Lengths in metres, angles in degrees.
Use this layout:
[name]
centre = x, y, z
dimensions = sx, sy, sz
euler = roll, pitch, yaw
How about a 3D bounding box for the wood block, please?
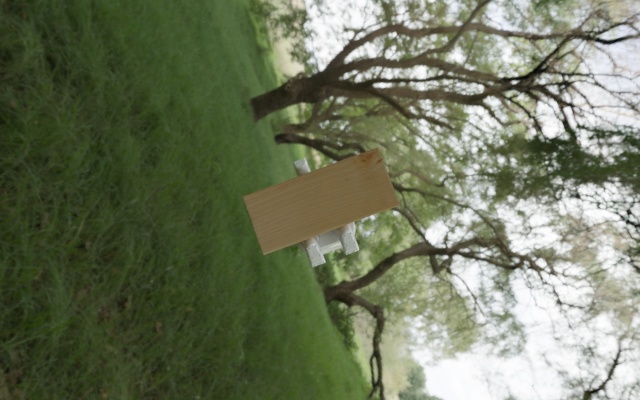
[wood block]
centre = 0.000, 0.002, 0.717
dimensions = 0.206, 0.091, 0.090
euler = -20, -2, -1
